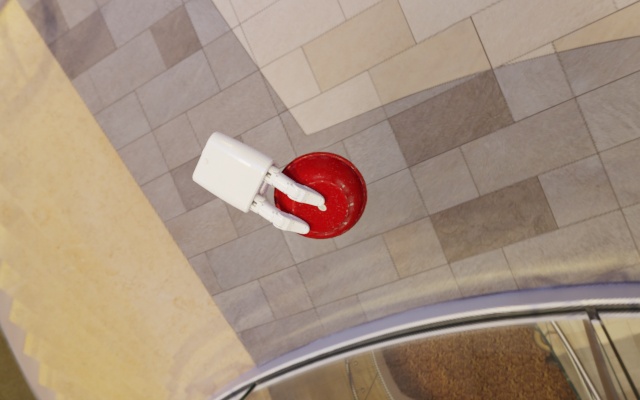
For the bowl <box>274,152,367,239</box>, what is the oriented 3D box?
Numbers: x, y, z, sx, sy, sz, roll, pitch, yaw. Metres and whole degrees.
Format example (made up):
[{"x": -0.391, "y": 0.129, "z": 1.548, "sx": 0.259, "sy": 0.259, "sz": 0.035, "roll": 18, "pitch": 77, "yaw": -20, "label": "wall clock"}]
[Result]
[{"x": 0.001, "y": 0.003, "z": 0.800, "sx": 0.162, "sy": 0.162, "sz": 0.055, "roll": 0, "pitch": 21, "yaw": 0, "label": "bowl"}]
